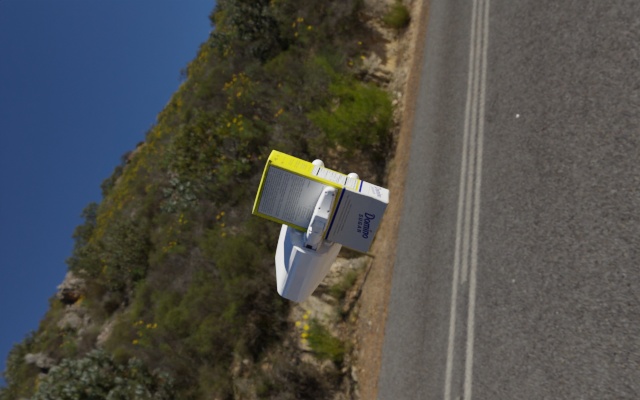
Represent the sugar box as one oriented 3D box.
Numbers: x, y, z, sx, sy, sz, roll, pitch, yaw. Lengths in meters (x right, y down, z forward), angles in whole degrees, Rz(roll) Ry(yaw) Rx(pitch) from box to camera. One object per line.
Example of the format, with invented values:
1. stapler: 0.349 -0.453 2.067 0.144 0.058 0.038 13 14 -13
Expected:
1. sugar box: 0.000 0.002 0.680 0.176 0.093 0.048 19 30 -2
